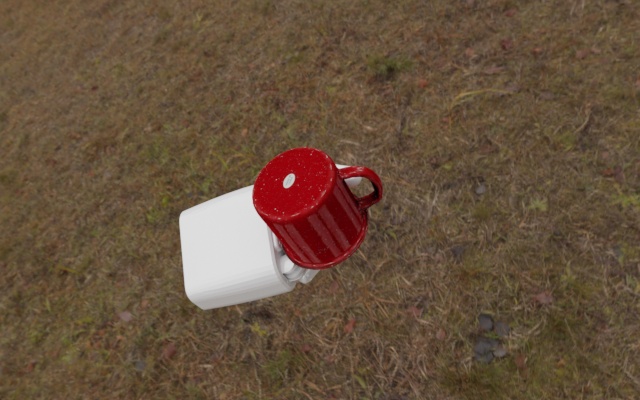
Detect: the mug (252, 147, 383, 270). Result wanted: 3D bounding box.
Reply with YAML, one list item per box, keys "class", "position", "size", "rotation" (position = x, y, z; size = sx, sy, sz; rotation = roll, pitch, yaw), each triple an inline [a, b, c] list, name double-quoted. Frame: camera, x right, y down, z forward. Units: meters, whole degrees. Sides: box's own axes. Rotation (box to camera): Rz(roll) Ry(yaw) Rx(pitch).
- class: "mug"
  position: [0.001, 0.001, 0.441]
  size: [0.117, 0.093, 0.081]
  rotation: [-18, -39, 13]
